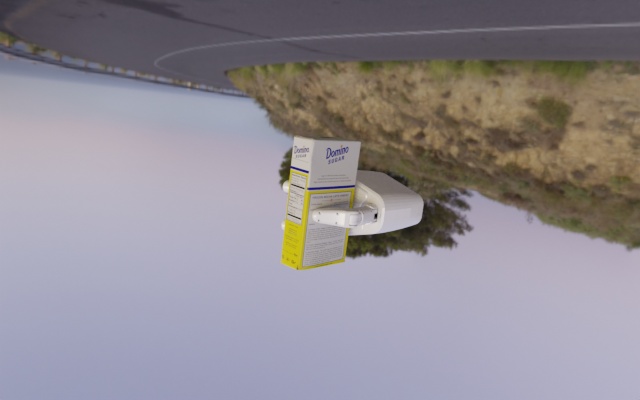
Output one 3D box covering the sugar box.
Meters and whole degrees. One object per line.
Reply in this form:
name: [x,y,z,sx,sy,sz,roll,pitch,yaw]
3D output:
sugar box: [0.000,0.002,0.651,0.093,0.176,0.048,-4,14,-44]
